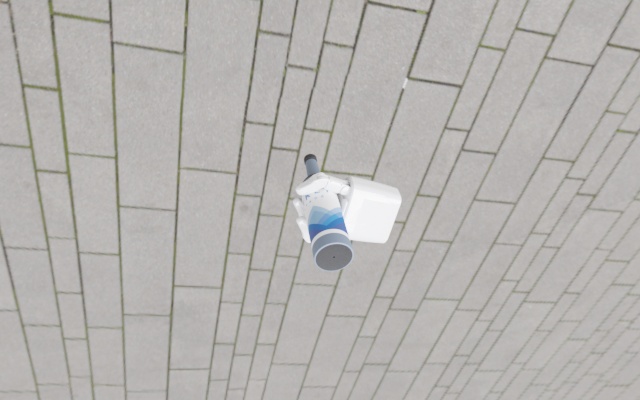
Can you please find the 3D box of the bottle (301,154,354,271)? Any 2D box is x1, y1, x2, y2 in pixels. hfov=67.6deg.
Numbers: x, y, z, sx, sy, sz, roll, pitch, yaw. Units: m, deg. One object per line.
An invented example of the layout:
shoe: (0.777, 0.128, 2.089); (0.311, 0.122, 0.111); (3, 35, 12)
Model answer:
bottle: (0.000, 0.003, 0.896); (0.069, 0.069, 0.295); (0, 38, -11)
